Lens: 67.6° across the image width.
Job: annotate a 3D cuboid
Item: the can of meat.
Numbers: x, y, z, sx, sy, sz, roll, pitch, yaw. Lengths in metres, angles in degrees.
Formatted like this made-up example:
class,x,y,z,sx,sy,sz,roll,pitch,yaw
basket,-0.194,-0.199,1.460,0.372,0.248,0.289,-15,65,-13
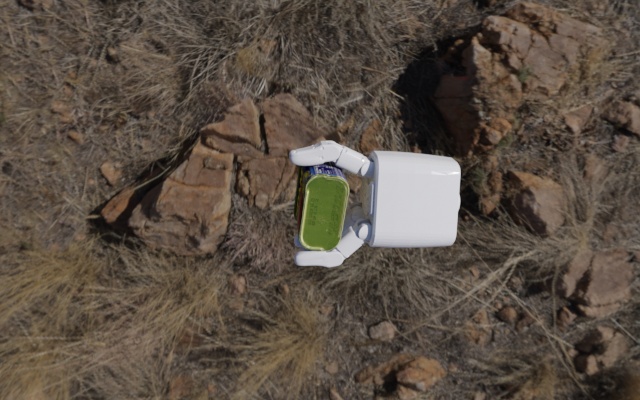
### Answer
class,x,y,z,sx,sy,sz,roll,pitch,yaw
can of meat,0.000,0.002,0.594,0.057,0.102,0.084,5,21,-8
